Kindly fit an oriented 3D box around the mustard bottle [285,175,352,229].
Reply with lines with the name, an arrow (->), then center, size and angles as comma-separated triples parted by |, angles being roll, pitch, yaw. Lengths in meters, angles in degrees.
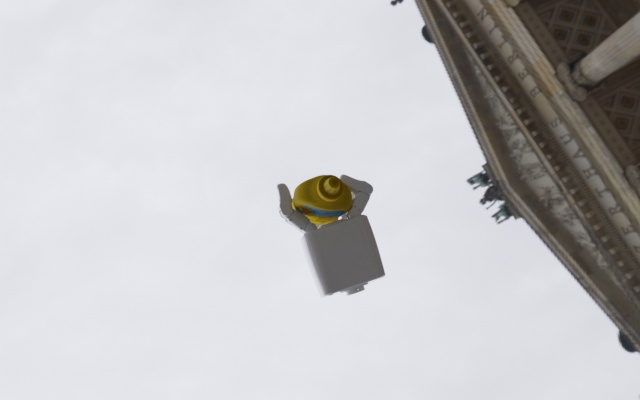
mustard bottle -> 0.000, 0.002, 0.795 | 0.096, 0.058, 0.192 | 10, -19, -10
